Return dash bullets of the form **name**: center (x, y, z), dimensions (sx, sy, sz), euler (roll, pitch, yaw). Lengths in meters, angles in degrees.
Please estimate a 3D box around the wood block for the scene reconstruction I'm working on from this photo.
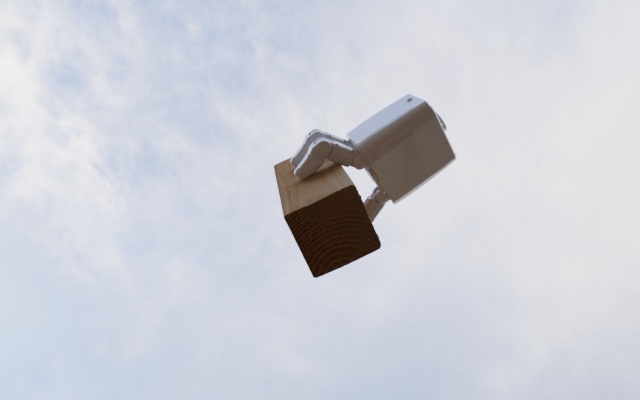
- **wood block**: center (0.001, 0.002, 0.634), dimensions (0.090, 0.091, 0.206), euler (-25, 21, 1)
